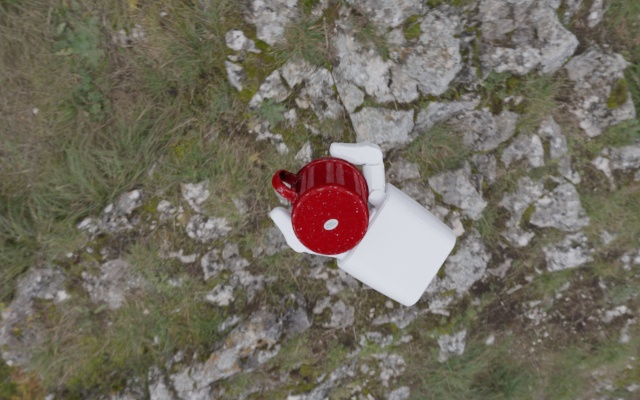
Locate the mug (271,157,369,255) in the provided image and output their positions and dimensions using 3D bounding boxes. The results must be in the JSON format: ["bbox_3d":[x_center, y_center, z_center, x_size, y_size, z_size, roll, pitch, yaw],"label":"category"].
[{"bbox_3d":[-0.001,0.001,0.521,0.117,0.093,0.081,31,18,-11],"label":"mug"}]
